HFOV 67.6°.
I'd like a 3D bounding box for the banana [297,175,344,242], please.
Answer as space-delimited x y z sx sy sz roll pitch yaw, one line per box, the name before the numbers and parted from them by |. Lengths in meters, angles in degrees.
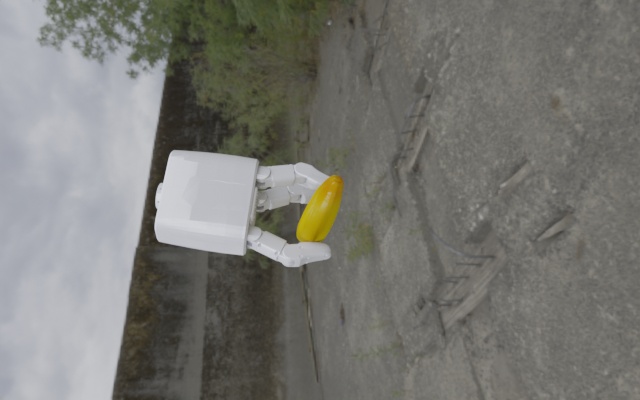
banana | -0.005 0.020 0.584 0.037 0.069 0.198 16 -11 -3
